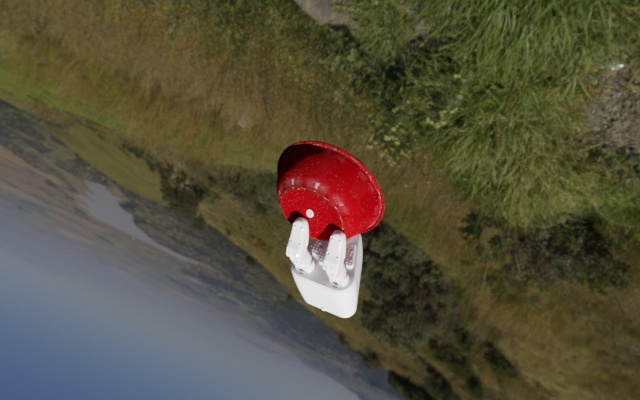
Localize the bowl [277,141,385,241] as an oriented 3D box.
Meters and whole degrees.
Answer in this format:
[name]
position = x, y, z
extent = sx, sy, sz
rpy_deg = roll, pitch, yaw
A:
[bowl]
position = 0.000, 0.001, 0.631
extent = 0.162, 0.162, 0.055
rpy_deg = 0, 39, 36
